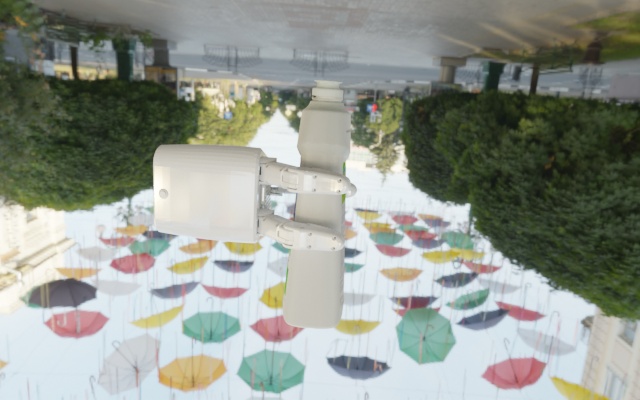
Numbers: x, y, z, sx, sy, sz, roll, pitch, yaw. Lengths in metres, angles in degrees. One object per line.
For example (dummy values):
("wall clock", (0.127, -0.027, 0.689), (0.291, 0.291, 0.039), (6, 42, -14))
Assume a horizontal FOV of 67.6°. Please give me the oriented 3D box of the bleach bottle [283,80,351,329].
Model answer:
("bleach bottle", (0.000, 0.002, 0.509), (0.068, 0.251, 0.102), (4, 13, 1))
